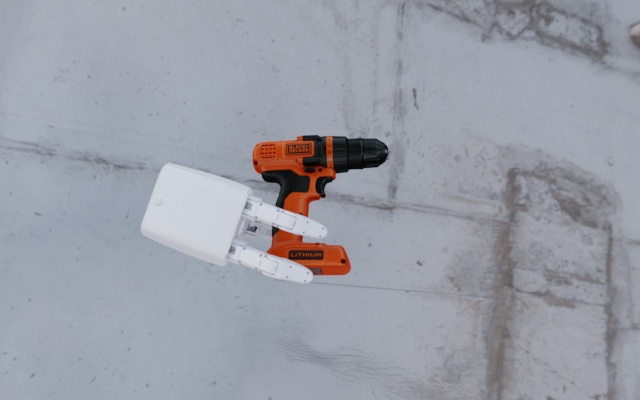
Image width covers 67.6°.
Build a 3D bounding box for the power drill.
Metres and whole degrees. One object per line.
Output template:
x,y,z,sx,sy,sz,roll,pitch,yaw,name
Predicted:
0.000,0.002,0.624,0.184,0.187,0.057,-3,-23,6,power drill
